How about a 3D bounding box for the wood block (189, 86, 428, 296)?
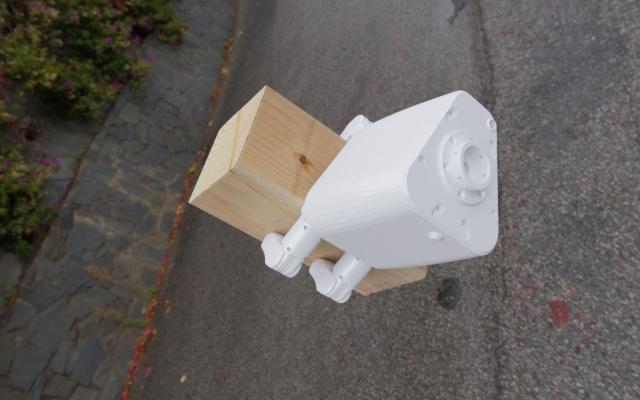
[{"bbox_3d":[0.000,0.001,0.447,0.206,0.090,0.090,32,-37,-25],"label":"wood block"}]
